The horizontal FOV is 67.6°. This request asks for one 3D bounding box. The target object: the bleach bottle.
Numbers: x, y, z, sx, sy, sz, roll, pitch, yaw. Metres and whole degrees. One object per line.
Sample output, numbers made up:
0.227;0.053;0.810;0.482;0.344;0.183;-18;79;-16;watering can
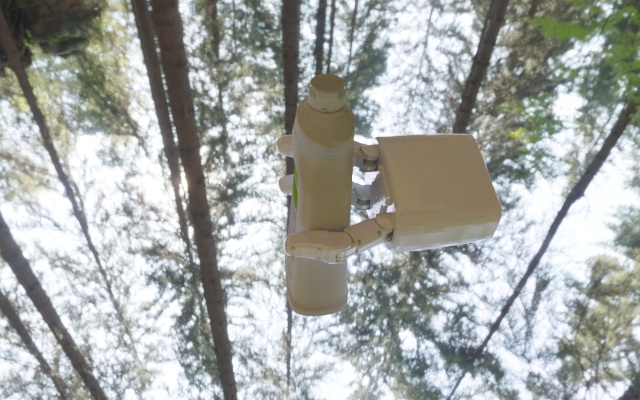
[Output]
0.000;0.001;0.462;0.068;0.251;0.102;-4;45;-9;bleach bottle
